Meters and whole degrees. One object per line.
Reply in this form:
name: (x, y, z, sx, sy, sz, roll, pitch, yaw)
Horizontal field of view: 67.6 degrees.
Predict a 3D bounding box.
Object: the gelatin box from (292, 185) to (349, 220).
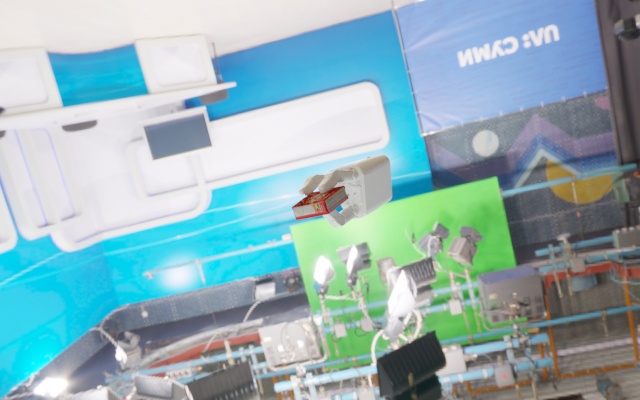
gelatin box: (0.000, 0.003, 0.889, 0.073, 0.030, 0.089, -11, 14, 32)
